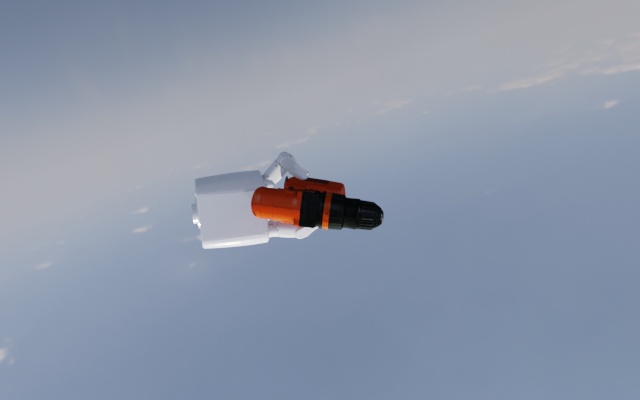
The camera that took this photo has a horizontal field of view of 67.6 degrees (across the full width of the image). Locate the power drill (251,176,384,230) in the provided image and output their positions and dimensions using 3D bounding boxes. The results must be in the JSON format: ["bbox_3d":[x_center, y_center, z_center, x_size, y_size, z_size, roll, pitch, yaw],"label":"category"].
[{"bbox_3d":[0.000,0.002,0.730,0.184,0.057,0.187,9,7,3],"label":"power drill"}]
